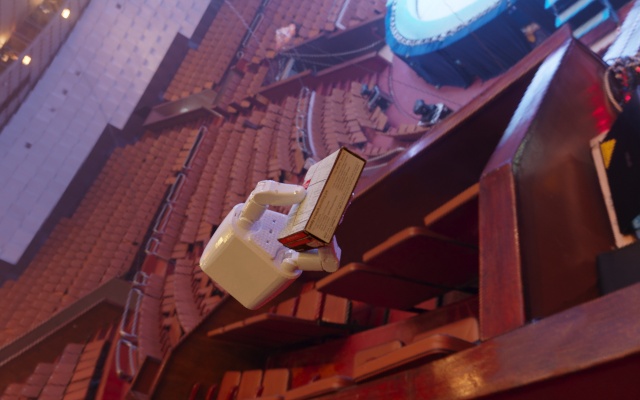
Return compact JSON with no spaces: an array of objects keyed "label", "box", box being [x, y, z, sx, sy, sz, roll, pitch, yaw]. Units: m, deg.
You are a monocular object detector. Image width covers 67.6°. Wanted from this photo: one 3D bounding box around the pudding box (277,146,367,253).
[{"label":"pudding box","box":[0.000,0.002,0.553,0.039,0.113,0.090,29,-21,-17]}]
